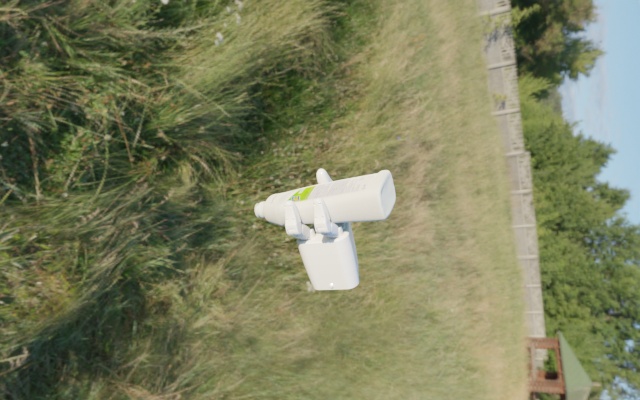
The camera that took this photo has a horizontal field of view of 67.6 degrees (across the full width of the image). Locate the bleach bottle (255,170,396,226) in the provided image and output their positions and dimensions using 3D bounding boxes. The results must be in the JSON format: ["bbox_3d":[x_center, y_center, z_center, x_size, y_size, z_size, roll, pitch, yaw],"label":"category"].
[{"bbox_3d":[0.000,0.003,0.854,0.251,0.068,0.102,-6,23,24],"label":"bleach bottle"}]
